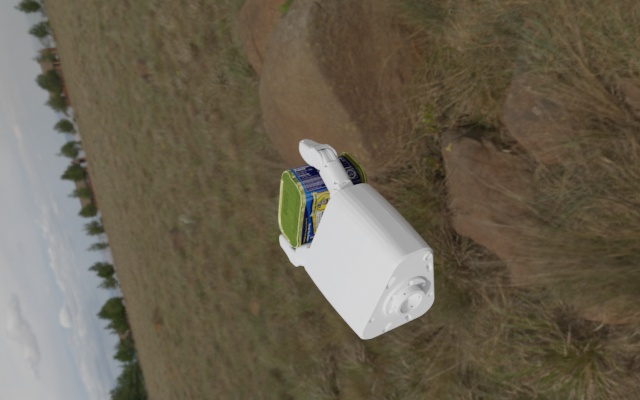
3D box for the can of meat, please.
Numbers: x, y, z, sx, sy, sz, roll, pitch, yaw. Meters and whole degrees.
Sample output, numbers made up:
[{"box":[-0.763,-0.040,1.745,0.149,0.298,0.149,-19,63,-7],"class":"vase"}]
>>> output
[{"box":[0.000,0.002,0.558,0.084,0.102,0.057,-17,46,-26],"class":"can of meat"}]
